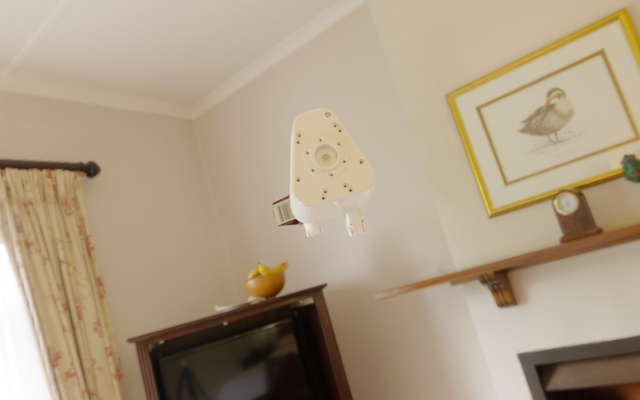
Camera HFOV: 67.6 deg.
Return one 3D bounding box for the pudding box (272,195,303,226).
[{"bbox_3d":[0.000,0.002,0.687,0.113,0.039,0.090,-20,-10,24],"label":"pudding box"}]
